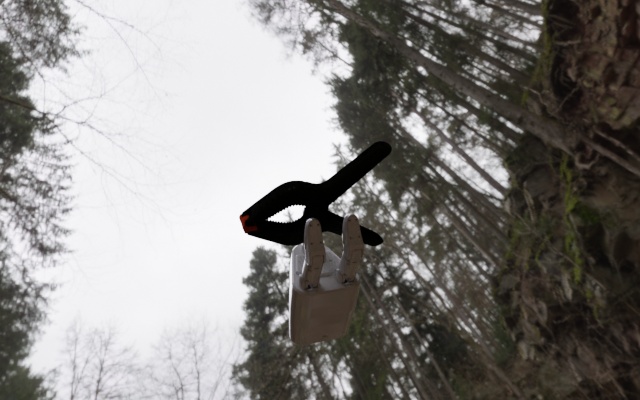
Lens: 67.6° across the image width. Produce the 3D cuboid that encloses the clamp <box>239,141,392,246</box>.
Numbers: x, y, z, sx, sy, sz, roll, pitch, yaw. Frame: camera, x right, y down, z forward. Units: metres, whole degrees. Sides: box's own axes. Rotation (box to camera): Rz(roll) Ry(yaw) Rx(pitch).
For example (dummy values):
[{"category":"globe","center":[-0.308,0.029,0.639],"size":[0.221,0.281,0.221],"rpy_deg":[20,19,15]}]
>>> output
[{"category":"clamp","center":[-0.001,0.002,0.627],"size":[0.210,0.165,0.036],"rpy_deg":[-5,32,-20]}]
